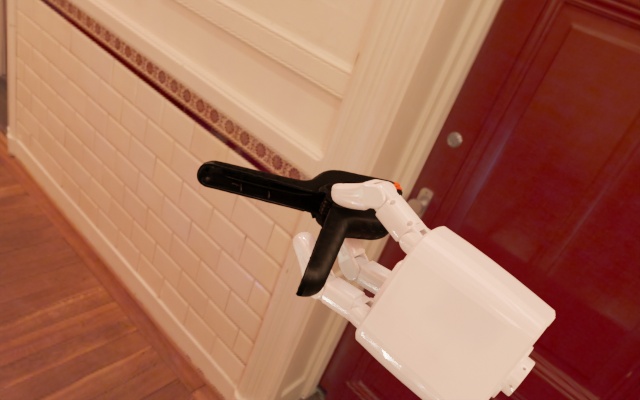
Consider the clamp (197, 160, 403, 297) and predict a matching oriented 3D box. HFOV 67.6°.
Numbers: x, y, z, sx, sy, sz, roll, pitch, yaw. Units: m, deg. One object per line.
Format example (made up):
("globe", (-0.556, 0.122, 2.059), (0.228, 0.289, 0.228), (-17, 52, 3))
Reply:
("clamp", (0.001, 0.001, 0.453), (0.164, 0.036, 0.210), (40, 34, 26))
